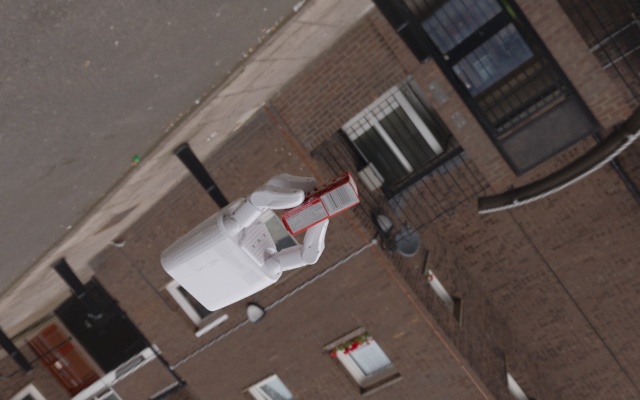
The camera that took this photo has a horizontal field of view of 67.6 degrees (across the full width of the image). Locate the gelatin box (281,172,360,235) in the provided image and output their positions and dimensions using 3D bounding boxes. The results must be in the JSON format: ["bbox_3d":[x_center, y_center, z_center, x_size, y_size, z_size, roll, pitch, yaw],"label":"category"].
[{"bbox_3d":[0.001,0.002,0.561,0.089,0.030,0.073,-27,9,8],"label":"gelatin box"}]
